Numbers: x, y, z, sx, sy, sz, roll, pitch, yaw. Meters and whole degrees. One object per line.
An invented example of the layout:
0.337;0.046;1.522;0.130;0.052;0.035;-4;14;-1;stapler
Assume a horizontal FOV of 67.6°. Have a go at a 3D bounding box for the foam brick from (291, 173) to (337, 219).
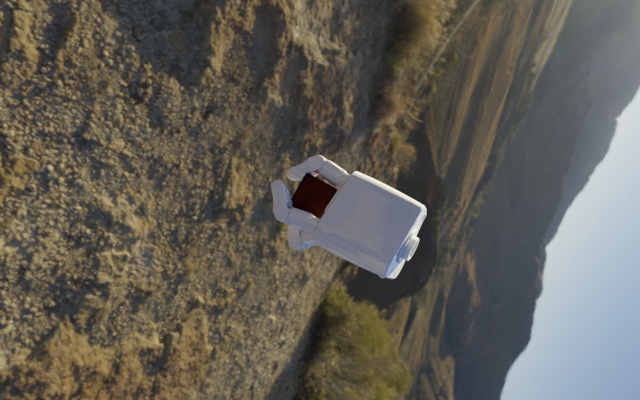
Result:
0.000;0.002;0.679;0.051;0.053;0.078;30;0;21;foam brick
